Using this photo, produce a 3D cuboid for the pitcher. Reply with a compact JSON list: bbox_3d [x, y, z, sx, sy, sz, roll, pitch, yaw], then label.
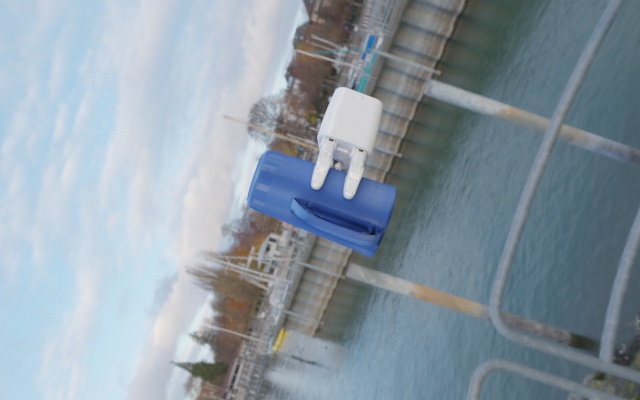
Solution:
[{"bbox_3d":[0.000,0.003,0.828,0.243,0.145,0.149,19,-22,-3],"label":"pitcher"}]
